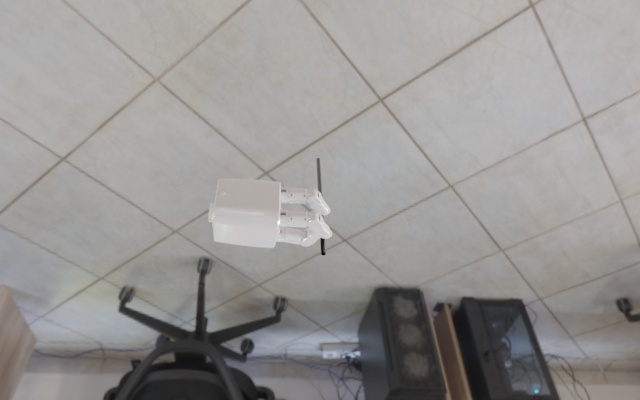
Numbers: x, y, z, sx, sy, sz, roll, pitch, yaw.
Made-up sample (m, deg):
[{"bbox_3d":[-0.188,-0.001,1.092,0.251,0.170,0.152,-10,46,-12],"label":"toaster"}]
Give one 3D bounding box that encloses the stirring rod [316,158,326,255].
[{"bbox_3d":[0.000,0.003,0.869,0.011,0.239,0.011,-2,-45,-2],"label":"stirring rod"}]
